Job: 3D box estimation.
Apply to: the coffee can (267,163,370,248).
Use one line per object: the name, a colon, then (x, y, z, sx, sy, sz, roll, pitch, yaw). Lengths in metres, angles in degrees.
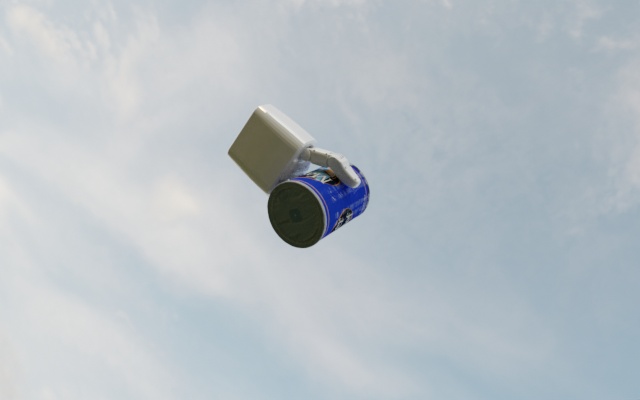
coffee can: (0.000, 0.003, 0.747, 0.103, 0.103, 0.140, 0, 16, 34)
